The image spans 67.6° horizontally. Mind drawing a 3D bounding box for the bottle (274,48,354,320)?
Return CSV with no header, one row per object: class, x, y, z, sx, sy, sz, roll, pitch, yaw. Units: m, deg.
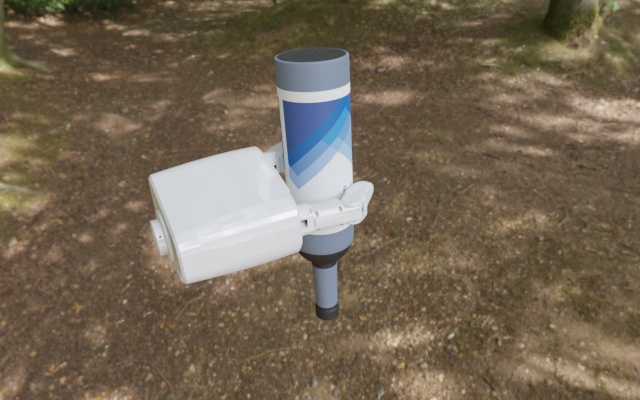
bottle,0.000,0.001,0.489,0.069,0.296,0.069,-3,28,1
